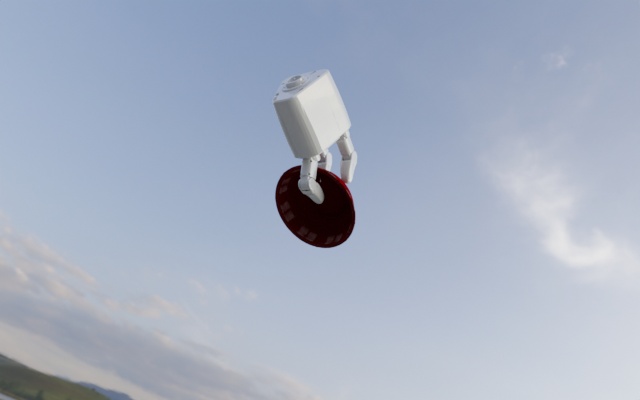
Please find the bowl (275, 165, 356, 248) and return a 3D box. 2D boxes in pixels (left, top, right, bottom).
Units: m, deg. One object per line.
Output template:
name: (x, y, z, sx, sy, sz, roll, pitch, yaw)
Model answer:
bowl: (0.000, 0.004, 0.855, 0.162, 0.162, 0.055, 0, 24, 32)
